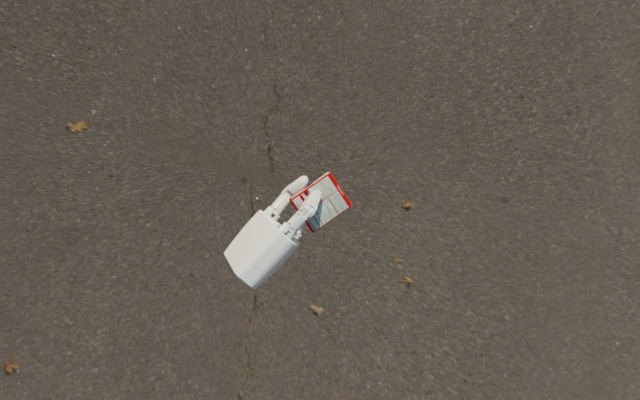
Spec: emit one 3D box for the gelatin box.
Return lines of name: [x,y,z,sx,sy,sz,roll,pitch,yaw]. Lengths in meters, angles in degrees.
gelatin box: [0.000,0.003,0.856,0.089,0.073,0.030,-35,8,-3]
